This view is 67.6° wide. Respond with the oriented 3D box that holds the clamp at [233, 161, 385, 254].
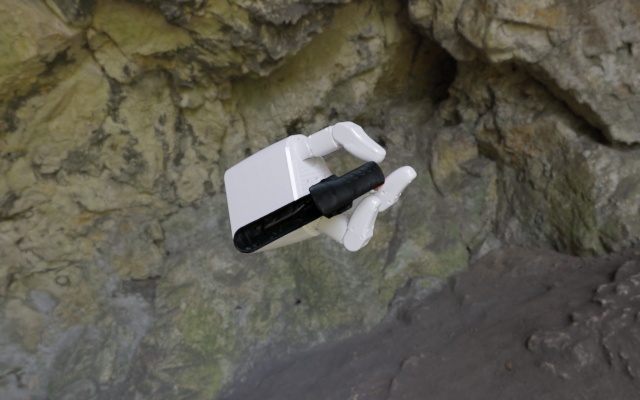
[{"bbox_3d":[0.000,0.001,0.445,0.120,0.039,0.171,-21,0,33],"label":"clamp"}]
